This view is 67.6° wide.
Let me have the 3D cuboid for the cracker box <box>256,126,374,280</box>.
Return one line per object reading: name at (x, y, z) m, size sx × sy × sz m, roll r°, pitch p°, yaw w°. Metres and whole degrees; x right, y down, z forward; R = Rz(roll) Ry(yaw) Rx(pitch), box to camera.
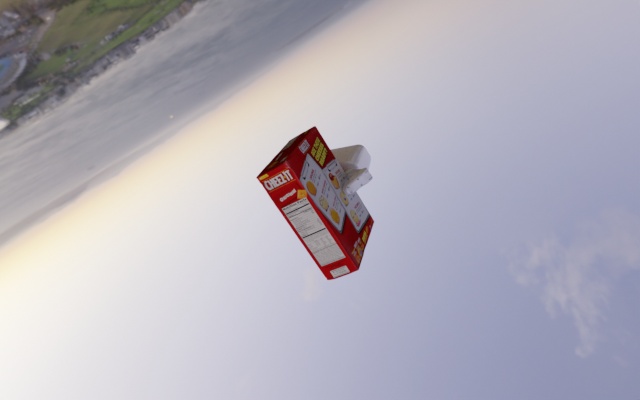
cracker box at (0.000, 0.003, 0.810) m, size 0.072 × 0.214 × 0.164 m, roll -26°, pitch 17°, yaw 27°
